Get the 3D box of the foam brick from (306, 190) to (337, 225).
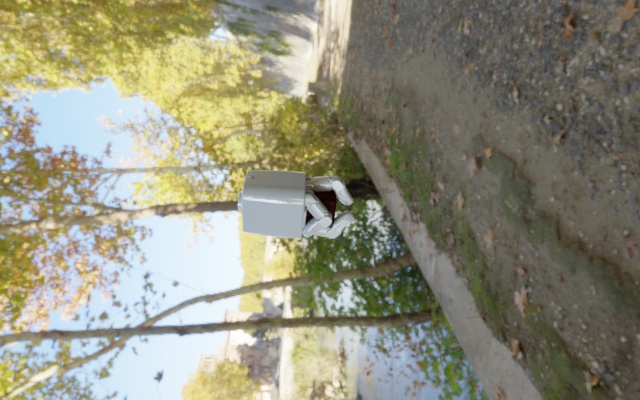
[{"bbox_3d":[0.000,0.003,0.872,0.051,0.053,0.078,4,26,-3],"label":"foam brick"}]
